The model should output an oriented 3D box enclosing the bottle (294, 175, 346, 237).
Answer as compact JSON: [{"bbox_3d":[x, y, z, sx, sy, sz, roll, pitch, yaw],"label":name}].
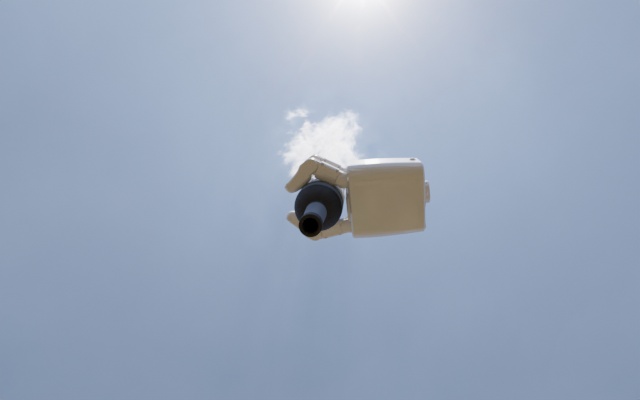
[{"bbox_3d":[0.000,0.002,0.688,0.069,0.069,0.295,0,10,5],"label":"bottle"}]
